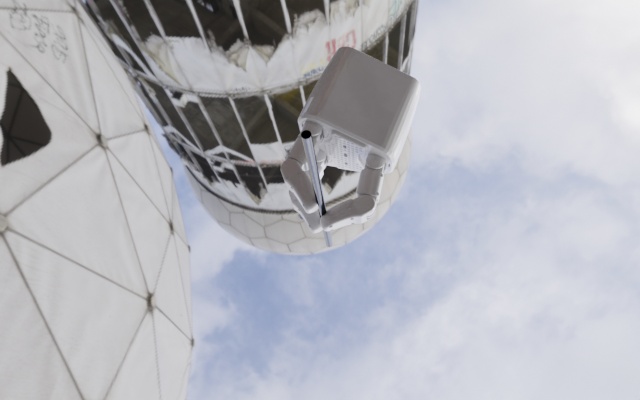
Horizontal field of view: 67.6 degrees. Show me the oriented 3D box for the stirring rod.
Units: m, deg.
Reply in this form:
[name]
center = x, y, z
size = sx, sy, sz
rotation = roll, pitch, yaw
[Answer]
[stirring rod]
center = 0.000, 0.001, 0.467
size = 0.011, 0.011, 0.240
rotation = 0, -25, 6
